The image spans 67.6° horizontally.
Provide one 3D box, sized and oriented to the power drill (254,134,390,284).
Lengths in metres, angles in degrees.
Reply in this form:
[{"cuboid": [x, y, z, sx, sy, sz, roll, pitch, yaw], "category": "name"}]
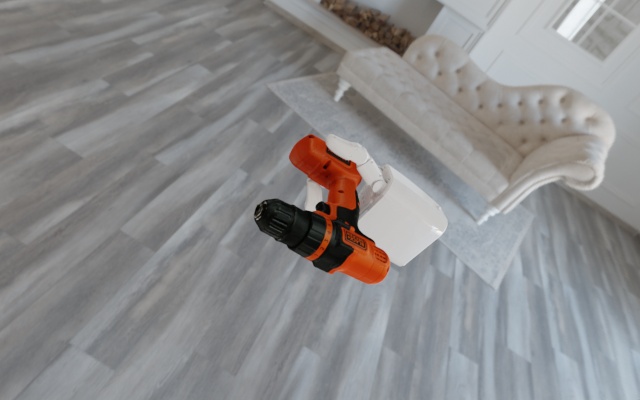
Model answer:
[{"cuboid": [0.000, 0.002, 0.596, 0.184, 0.187, 0.057, 30, -54, -29], "category": "power drill"}]
